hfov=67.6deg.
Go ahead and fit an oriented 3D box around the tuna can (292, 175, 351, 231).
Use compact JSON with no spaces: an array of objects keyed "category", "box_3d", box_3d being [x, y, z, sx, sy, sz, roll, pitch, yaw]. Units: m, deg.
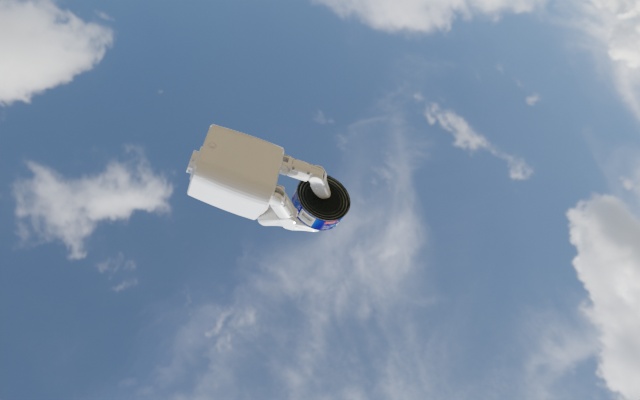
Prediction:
[{"category":"tuna can","box_3d":[0.000,0.003,0.729,0.086,0.086,0.034,0,-33,-24]}]
